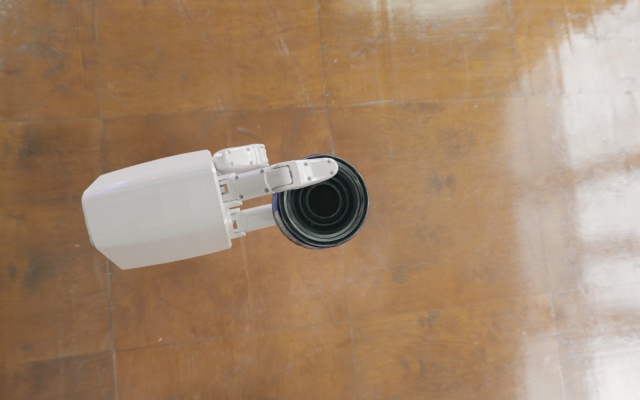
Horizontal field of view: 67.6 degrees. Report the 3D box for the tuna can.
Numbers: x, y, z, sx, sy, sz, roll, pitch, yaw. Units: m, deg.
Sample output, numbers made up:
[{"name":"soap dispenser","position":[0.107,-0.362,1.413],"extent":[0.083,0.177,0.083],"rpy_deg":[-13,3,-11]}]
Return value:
[{"name":"tuna can","position":[0.000,0.001,0.435],"extent":[0.086,0.086,0.034],"rpy_deg":[0,-7,-14]}]
